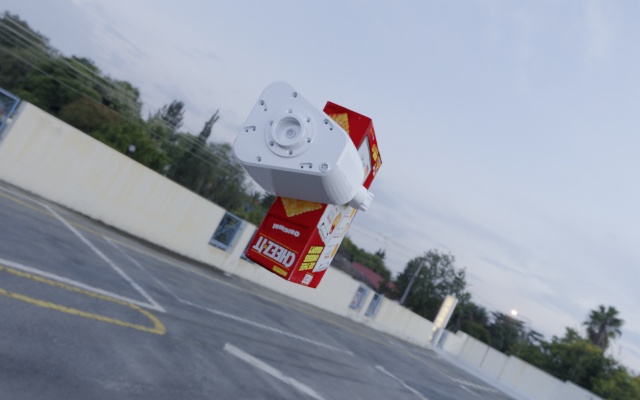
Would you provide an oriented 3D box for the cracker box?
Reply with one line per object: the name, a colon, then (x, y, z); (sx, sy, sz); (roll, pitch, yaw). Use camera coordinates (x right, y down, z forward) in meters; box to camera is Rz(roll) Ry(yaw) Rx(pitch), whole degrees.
cracker box: (0.000, 0.002, 0.630); (0.072, 0.213, 0.164); (27, -7, 16)
